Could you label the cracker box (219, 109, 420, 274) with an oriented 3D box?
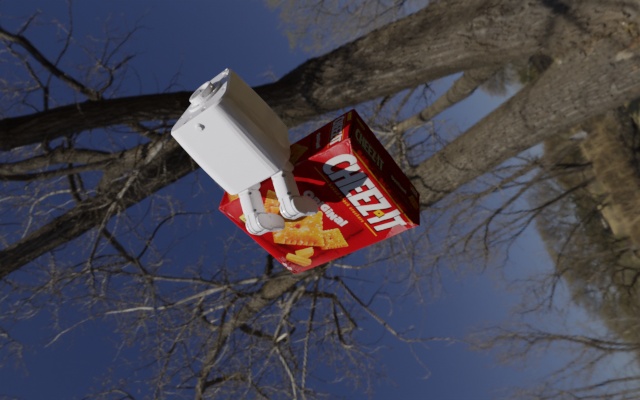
[{"bbox_3d":[0.000,0.002,0.638,0.214,0.072,0.164,-25,-55,29],"label":"cracker box"}]
